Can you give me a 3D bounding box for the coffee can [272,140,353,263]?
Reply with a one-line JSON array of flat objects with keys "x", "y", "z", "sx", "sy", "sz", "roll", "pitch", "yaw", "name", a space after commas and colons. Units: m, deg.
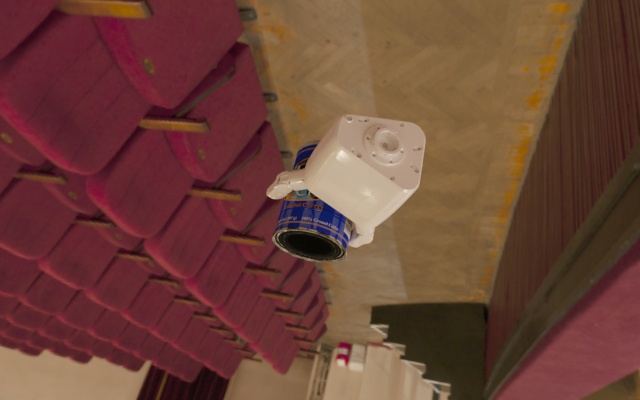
[{"x": 0.000, "y": 0.002, "z": 0.667, "sx": 0.103, "sy": 0.140, "sz": 0.103, "roll": 11, "pitch": -28, "yaw": 6, "name": "coffee can"}]
